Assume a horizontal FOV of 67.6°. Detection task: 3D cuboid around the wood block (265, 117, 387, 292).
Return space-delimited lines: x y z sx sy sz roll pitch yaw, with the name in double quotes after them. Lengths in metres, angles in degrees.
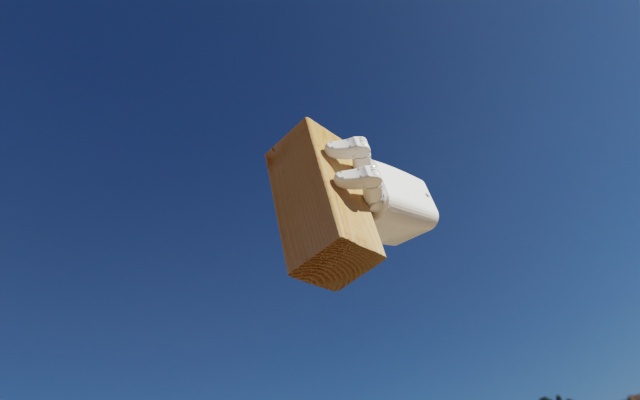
0.000 0.002 0.633 0.091 0.206 0.090 -39 -45 26 "wood block"
